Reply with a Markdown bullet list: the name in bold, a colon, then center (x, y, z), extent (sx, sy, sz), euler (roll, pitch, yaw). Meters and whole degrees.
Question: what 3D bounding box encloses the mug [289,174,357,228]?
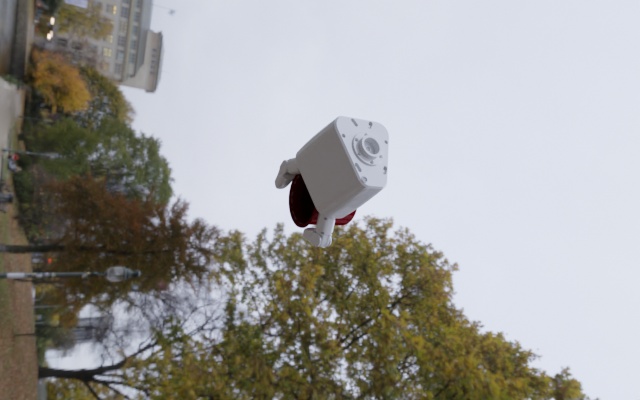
- **mug**: center (0.000, 0.003, 0.767), extent (0.081, 0.093, 0.117), euler (4, -23, -31)
